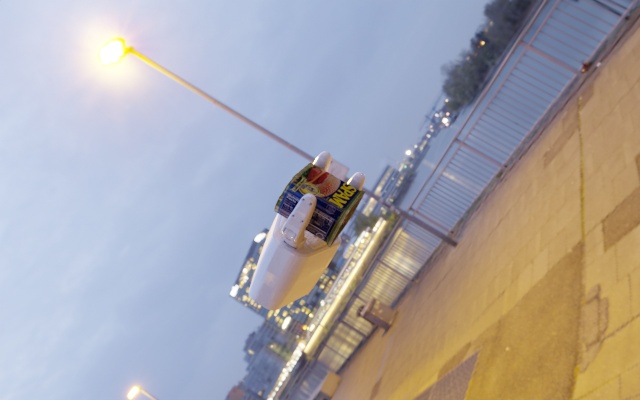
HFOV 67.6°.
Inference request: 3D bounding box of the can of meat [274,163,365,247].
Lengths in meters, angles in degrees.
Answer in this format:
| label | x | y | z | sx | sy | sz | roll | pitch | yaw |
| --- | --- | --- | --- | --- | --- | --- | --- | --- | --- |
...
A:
| label | x | y | z | sx | sy | sz | roll | pitch | yaw |
| --- | --- | --- | --- | --- | --- | --- | --- | --- | --- |
| can of meat | 0.000 | 0.002 | 0.615 | 0.084 | 0.057 | 0.102 | 30 | 29 | 7 |
